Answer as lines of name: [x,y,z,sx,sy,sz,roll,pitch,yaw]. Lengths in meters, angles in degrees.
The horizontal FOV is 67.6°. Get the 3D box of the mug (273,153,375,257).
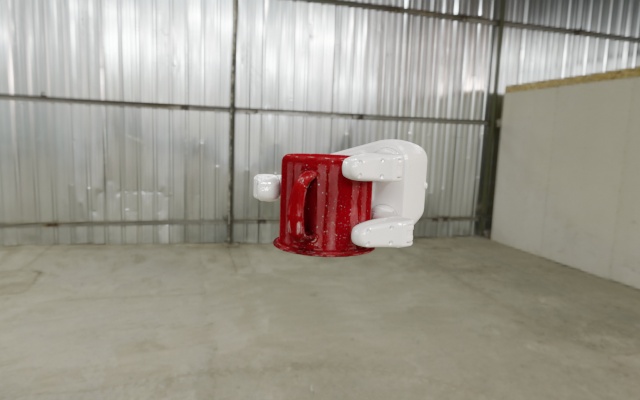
mug: [-0.001,0.001,0.415,0.093,0.081,0.117,5,8,23]
